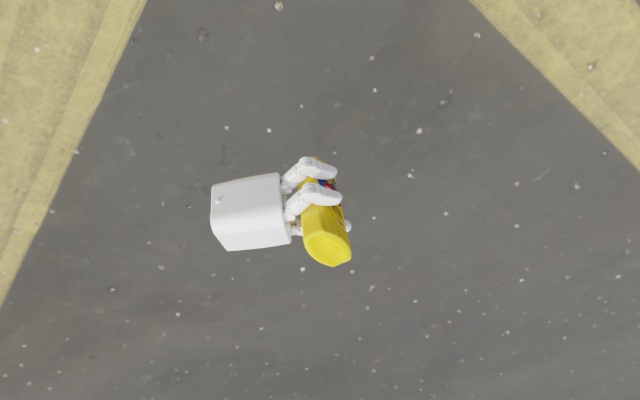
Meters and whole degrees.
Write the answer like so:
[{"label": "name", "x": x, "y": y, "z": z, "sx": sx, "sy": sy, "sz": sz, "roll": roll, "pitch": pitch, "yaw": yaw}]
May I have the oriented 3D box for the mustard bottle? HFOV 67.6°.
[{"label": "mustard bottle", "x": 0.000, "y": 0.003, "z": 0.750, "sx": 0.058, "sy": 0.191, "sz": 0.096, "roll": -26, "pitch": -44, "yaw": 18}]
